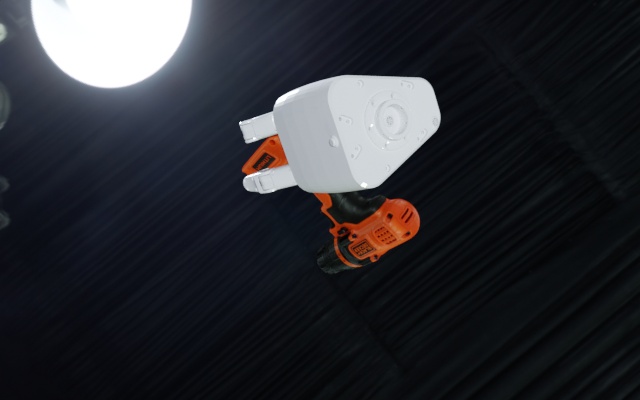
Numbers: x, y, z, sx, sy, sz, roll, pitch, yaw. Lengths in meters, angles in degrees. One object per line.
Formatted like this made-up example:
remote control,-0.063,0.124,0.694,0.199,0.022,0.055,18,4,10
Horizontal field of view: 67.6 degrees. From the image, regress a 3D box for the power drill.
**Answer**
power drill,0.000,0.001,0.558,0.057,0.187,0.184,-52,8,-37
